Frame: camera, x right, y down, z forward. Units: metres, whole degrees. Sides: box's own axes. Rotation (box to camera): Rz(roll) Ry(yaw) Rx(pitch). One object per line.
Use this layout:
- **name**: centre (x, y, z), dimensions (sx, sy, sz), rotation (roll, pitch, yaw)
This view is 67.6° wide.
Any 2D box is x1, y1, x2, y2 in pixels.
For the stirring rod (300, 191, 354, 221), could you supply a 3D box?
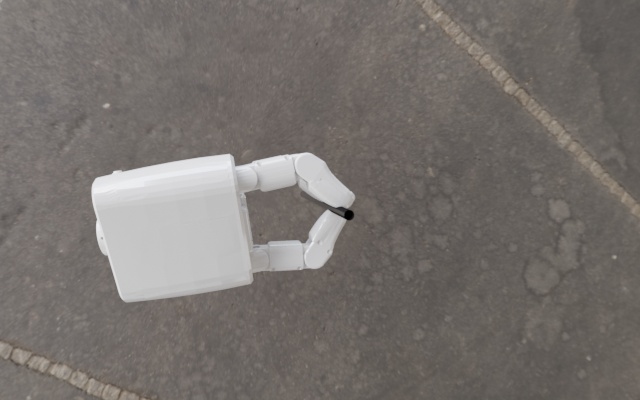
- **stirring rod**: centre (0.000, 0.002, 0.476), dimensions (0.011, 0.011, 0.239), rotation (0, 5, -10)
